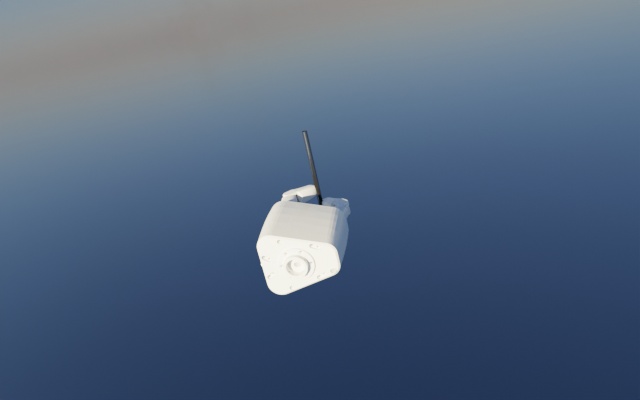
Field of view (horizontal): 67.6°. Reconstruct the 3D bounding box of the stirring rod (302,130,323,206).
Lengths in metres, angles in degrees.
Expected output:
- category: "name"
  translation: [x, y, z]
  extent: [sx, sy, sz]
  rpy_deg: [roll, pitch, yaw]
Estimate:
- category: "stirring rod"
  translation: [0.000, 0.003, 0.778]
  extent: [0.011, 0.240, 0.011]
  rpy_deg: [-11, 22, 5]
